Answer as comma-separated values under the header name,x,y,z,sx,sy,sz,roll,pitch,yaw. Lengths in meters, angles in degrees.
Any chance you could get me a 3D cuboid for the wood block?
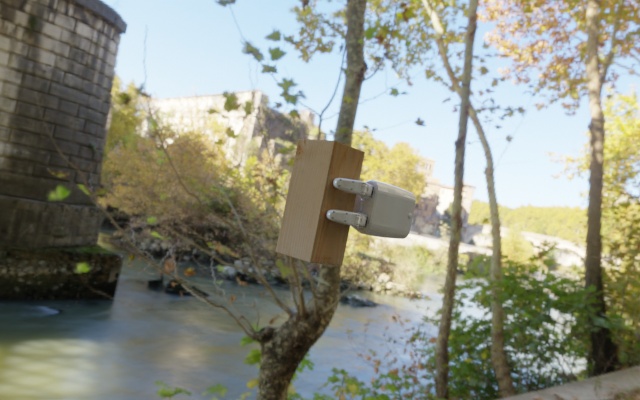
name,x,y,z,sx,sy,sz,roll,pitch,yaw
wood block,0.000,0.003,0.848,0.091,0.206,0.090,10,-2,43
